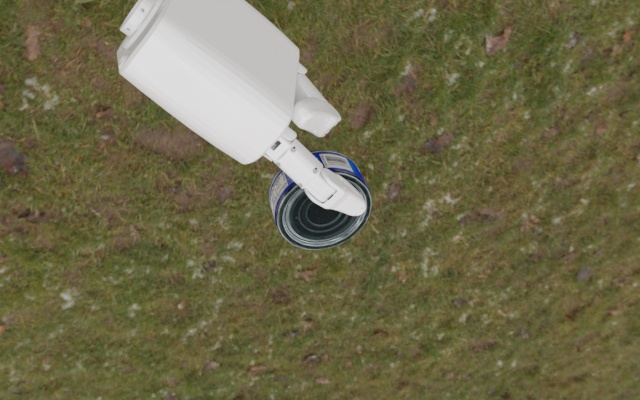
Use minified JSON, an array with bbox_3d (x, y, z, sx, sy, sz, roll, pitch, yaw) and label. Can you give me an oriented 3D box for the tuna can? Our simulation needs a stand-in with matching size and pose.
[{"bbox_3d":[0.000,0.002,0.412,0.086,0.086,0.033,0,36,-18],"label":"tuna can"}]
